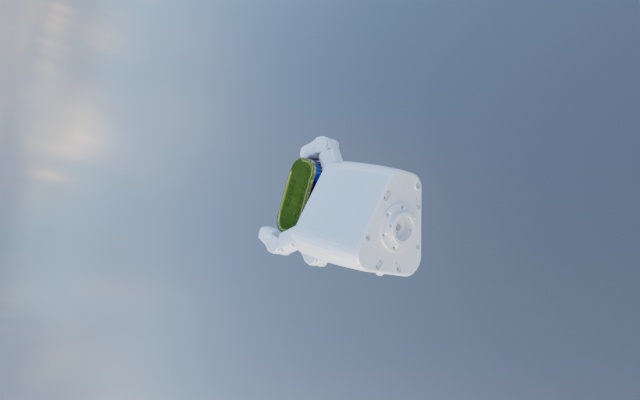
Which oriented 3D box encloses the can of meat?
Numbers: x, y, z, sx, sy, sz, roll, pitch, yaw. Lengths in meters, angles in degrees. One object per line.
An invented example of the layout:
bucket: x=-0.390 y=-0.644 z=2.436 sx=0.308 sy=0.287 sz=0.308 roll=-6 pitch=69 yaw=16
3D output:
can of meat: x=0.000 y=0.002 z=0.605 sx=0.084 sy=0.102 sz=0.057 roll=13 pitch=3 yaw=-37
